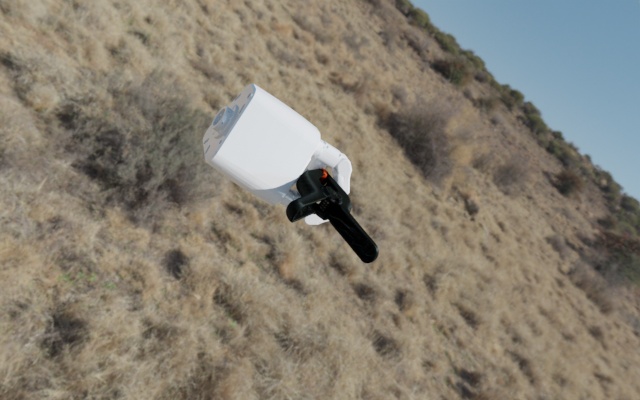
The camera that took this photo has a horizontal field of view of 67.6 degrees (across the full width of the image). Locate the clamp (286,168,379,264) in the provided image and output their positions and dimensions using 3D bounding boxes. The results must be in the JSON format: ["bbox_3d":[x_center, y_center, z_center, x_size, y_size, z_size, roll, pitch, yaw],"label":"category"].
[{"bbox_3d":[0.001,0.001,0.582,0.120,0.039,0.171,33,16,-30],"label":"clamp"}]
